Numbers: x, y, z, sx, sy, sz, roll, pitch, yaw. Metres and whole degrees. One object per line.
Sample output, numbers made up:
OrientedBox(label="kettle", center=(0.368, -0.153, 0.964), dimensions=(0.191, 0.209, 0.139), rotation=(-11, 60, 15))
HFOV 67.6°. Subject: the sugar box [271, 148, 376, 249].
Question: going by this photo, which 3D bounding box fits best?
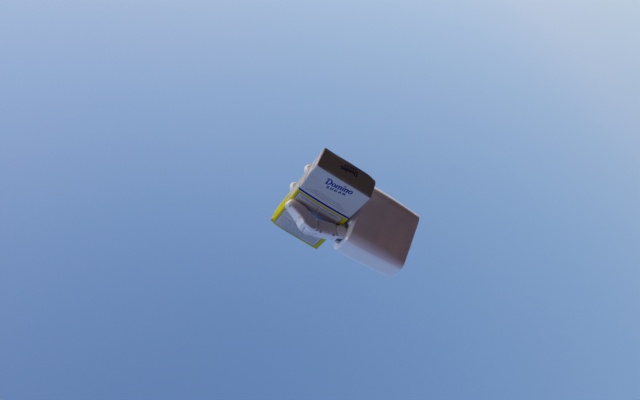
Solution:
OrientedBox(label="sugar box", center=(0.000, 0.002, 0.737), dimensions=(0.093, 0.048, 0.176), rotation=(32, -42, -10))
